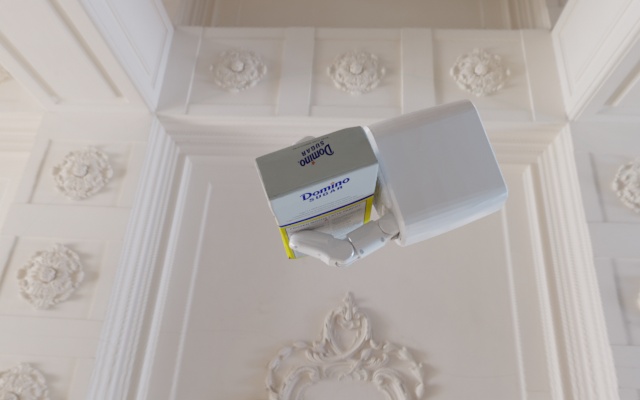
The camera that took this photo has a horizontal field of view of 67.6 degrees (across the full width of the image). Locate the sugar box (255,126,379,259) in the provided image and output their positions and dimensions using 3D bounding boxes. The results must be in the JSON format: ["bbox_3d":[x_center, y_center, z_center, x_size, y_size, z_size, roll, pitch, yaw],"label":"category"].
[{"bbox_3d":[0.000,0.001,0.449,0.093,0.048,0.176,-19,-24,-6],"label":"sugar box"}]
